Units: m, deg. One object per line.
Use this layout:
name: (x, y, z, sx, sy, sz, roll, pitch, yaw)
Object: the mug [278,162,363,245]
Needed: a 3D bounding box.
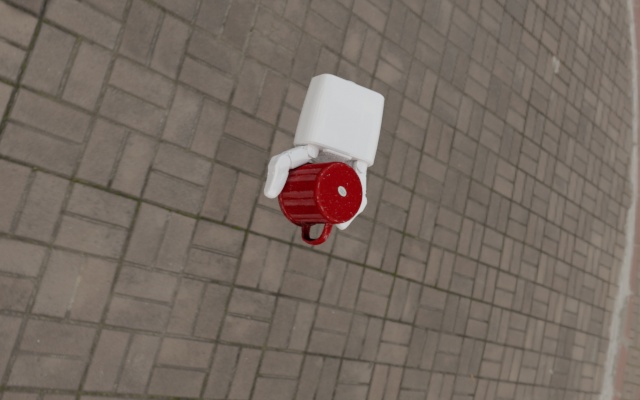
mug: (0.000, 0.003, 0.642, 0.093, 0.117, 0.081, 19, -12, -35)
